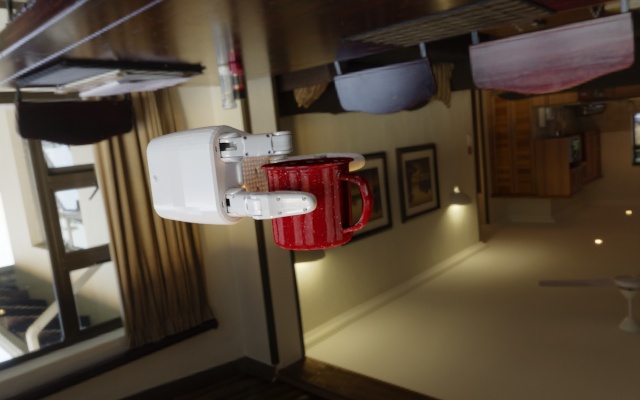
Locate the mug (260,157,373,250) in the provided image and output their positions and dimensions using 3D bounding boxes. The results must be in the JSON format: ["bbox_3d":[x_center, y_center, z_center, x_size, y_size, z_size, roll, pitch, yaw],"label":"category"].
[{"bbox_3d":[0.001,0.002,0.472,0.117,0.081,0.093,1,10,34],"label":"mug"}]
